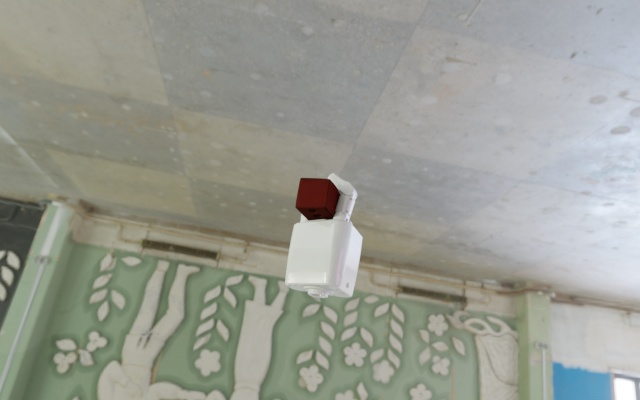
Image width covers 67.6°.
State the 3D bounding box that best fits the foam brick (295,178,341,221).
[{"bbox_3d":[0.000,0.002,0.779,0.053,0.051,0.078,2,-22,23],"label":"foam brick"}]
